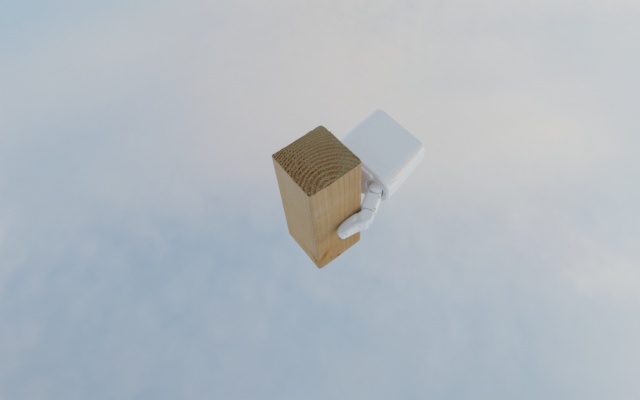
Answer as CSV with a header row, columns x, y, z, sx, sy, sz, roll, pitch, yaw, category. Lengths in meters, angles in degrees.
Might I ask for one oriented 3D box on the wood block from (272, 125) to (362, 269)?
x,y,z,sx,sy,sz,roll,pitch,yaw,category
0.001,0.002,0.714,0.090,0.090,0.206,-34,-30,-17,wood block
